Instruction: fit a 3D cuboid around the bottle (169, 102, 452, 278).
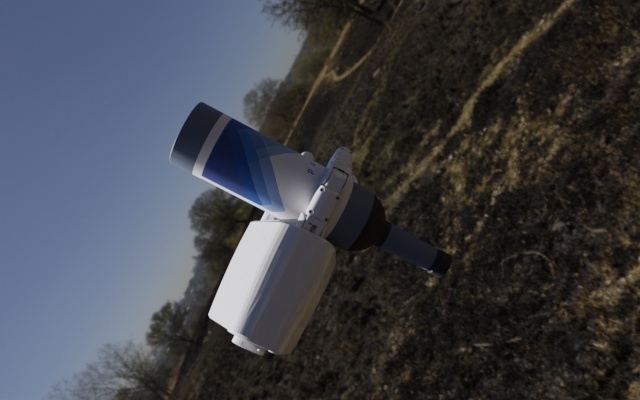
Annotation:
[{"bbox_3d":[0.000,0.001,0.479,0.296,0.069,0.069,27,-4,-8],"label":"bottle"}]
